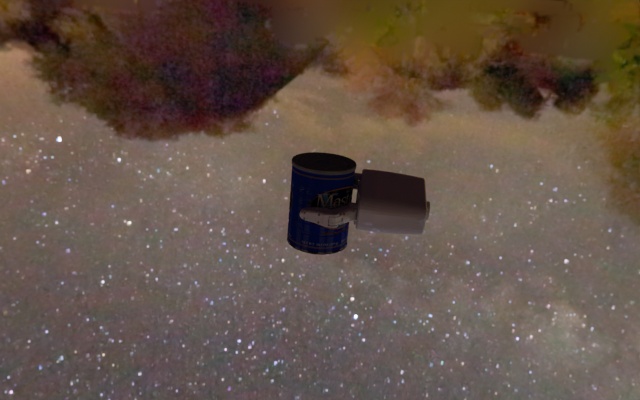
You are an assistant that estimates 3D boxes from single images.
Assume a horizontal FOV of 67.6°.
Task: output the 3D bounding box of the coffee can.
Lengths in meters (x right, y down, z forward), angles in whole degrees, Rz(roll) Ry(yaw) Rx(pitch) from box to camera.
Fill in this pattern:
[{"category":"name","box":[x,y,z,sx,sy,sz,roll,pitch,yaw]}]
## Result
[{"category":"coffee can","box":[0.000,0.002,0.777,0.103,0.140,0.102,4,21,-2]}]
